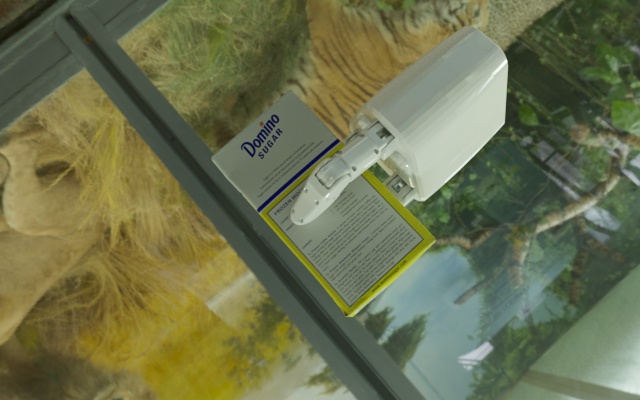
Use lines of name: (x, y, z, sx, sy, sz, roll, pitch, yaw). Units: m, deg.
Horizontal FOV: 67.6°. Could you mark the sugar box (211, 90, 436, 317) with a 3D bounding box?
sugar box: (0.000, 0.001, 0.403, 0.093, 0.176, 0.048, -41, -15, -5)
